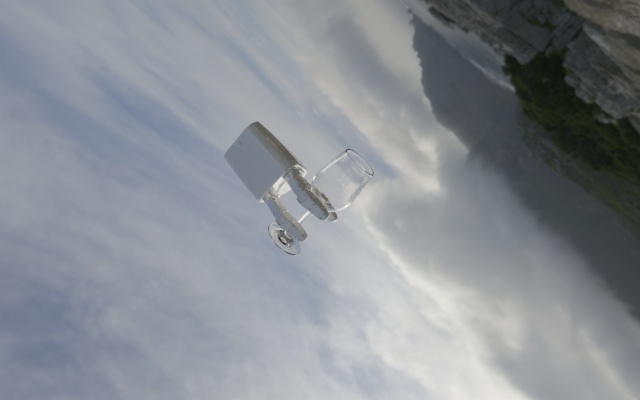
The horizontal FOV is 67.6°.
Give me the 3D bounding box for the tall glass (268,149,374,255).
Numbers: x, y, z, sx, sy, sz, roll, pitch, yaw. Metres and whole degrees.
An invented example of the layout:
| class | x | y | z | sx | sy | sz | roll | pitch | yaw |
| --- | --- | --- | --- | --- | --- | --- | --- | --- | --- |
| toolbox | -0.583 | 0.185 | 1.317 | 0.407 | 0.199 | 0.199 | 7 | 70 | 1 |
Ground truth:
| class | x | y | z | sx | sy | sz | roll | pitch | yaw |
| --- | --- | --- | --- | --- | --- | --- | --- | --- | --- |
| tall glass | 0.000 | 0.003 | 0.819 | 0.201 | 0.079 | 0.079 | -45 | -20 | 21 |
